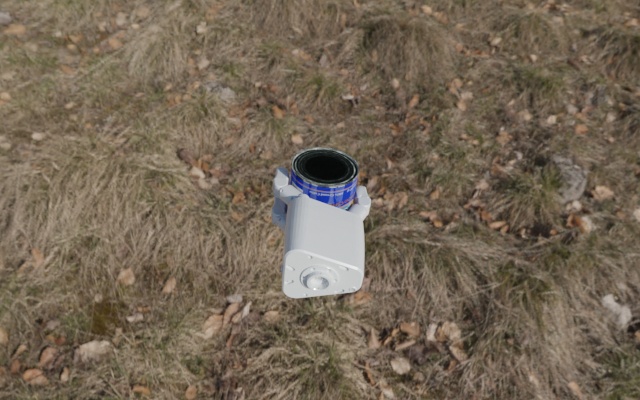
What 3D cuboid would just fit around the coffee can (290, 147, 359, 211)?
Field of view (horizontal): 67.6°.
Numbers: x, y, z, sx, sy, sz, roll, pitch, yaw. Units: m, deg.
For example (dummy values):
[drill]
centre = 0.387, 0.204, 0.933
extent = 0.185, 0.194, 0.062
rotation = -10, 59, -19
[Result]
[coffee can]
centre = 0.000, 0.002, 0.753
extent = 0.103, 0.140, 0.102
rotation = 5, 38, -4
